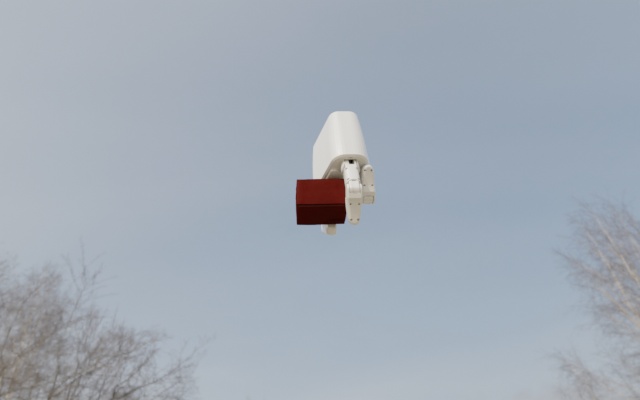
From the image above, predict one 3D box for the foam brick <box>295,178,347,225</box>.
[{"bbox_3d":[0.000,0.002,0.733,0.078,0.051,0.053,-1,-37,-6],"label":"foam brick"}]
